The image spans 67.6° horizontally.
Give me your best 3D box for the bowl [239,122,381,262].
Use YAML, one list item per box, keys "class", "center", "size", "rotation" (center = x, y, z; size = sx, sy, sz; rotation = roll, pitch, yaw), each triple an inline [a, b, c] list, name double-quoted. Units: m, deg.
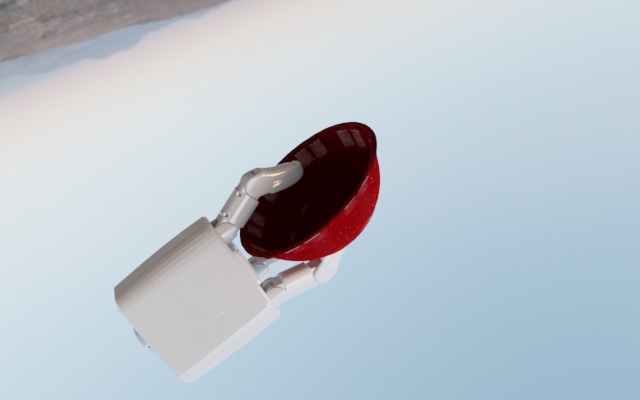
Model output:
- class: "bowl"
  center: [0.001, 0.001, 0.454]
  size: [0.055, 0.162, 0.162]
  rotation: [45, -26, -29]
